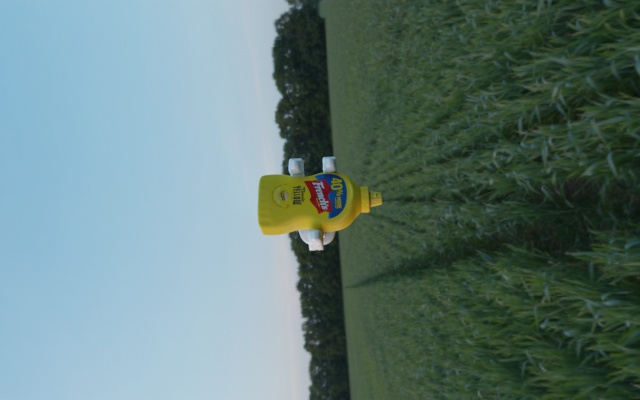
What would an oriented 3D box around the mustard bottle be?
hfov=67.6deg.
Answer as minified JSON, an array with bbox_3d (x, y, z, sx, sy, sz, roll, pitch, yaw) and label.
[{"bbox_3d":[0.000,0.002,0.747,0.191,0.096,0.058,-3,-30,2],"label":"mustard bottle"}]
